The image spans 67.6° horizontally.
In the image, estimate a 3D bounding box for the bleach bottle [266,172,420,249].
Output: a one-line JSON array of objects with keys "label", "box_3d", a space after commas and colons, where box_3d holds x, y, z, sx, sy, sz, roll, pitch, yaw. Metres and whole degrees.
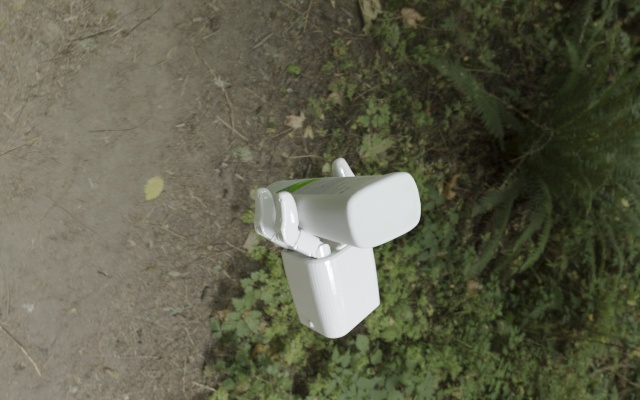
[{"label": "bleach bottle", "box_3d": [0.000, 0.002, 0.600, 0.102, 0.068, 0.251, -21, 16, -30]}]
